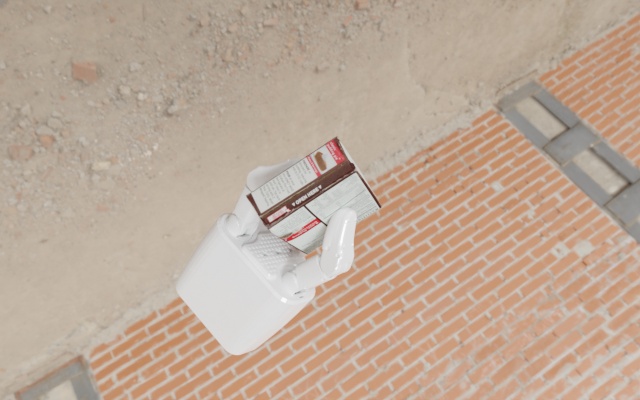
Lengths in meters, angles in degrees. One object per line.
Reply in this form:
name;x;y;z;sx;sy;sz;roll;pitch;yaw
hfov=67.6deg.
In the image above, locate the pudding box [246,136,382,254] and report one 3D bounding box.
pudding box;0.000;0.002;0.424;0.090;0.039;0.113;-33;-22;5
